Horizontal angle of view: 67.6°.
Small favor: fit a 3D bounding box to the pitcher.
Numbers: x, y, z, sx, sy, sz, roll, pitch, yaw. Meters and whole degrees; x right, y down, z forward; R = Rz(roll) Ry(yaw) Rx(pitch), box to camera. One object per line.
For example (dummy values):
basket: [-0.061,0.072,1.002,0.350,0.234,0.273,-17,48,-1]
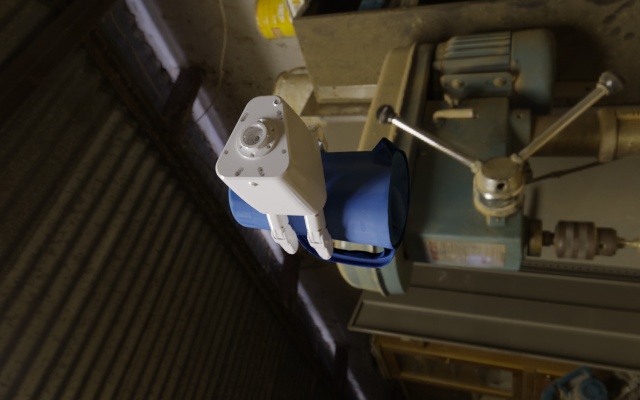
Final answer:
pitcher: [0.000,0.002,0.677,0.243,0.149,0.145,3,-19,22]
